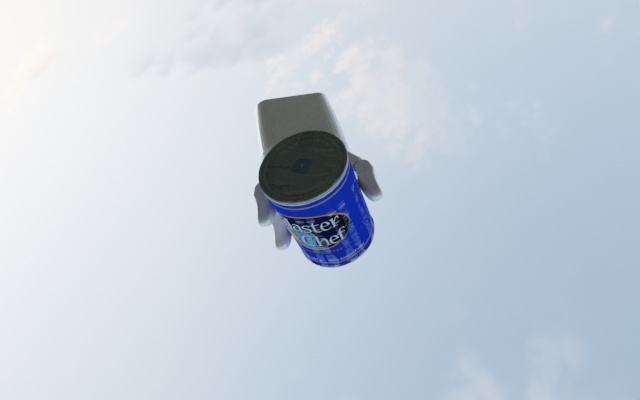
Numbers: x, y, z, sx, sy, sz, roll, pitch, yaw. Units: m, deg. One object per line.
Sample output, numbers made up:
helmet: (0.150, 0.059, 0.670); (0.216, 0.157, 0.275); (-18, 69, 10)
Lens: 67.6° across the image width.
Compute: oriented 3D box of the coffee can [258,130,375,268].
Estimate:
coffee can: (0.000, 0.002, 0.569); (0.103, 0.102, 0.140); (0, -36, 21)
